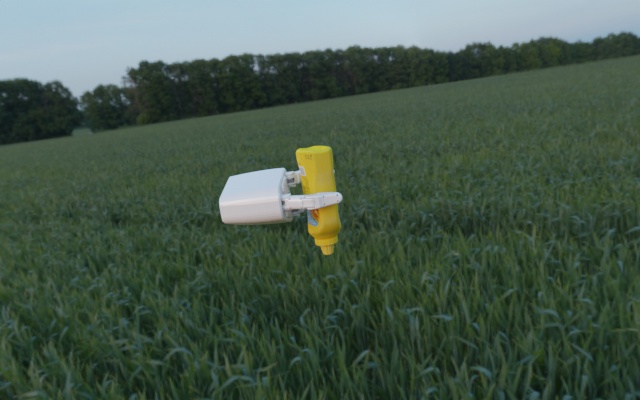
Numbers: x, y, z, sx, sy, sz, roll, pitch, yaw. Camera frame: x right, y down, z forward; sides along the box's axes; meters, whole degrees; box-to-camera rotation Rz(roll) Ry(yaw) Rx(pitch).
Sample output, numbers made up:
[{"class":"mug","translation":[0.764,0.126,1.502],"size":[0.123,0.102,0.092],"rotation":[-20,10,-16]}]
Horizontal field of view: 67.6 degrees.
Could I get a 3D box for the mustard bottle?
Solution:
[{"class":"mustard bottle","translation":[0.000,0.002,0.839],"size":[0.058,0.192,0.096],"rotation":[-12,12,-17]}]
